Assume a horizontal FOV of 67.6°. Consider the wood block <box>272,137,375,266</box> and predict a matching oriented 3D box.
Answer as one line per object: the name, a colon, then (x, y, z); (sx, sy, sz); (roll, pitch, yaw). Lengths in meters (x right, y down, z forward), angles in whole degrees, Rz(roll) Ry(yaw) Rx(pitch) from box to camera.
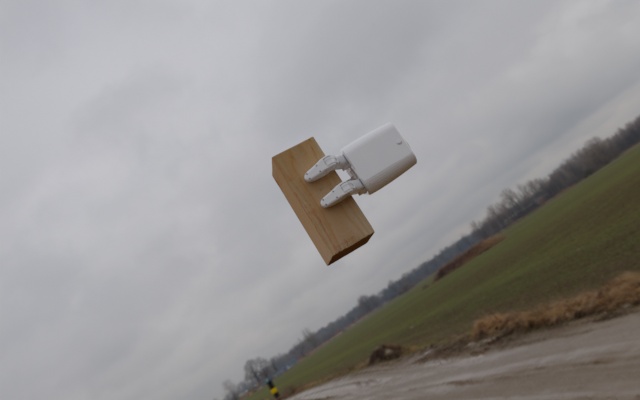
wood block: (0.000, 0.003, 0.869); (0.090, 0.206, 0.091); (-29, -14, -13)
